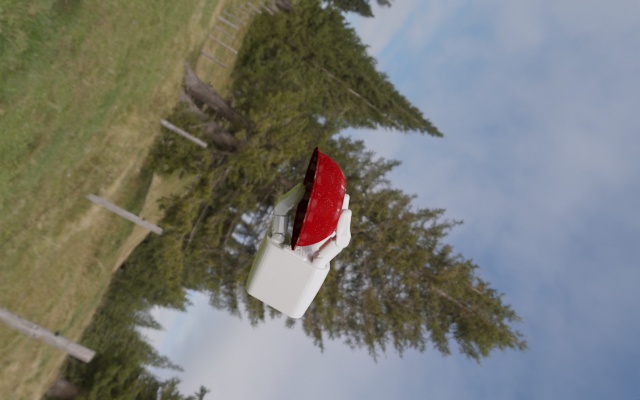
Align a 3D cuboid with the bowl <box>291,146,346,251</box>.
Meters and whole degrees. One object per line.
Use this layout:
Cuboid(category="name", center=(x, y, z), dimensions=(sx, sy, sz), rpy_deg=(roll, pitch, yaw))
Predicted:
Cuboid(category="bowl", center=(0.001, 0.001, 0.723), dimensions=(0.055, 0.162, 0.162), rpy_deg=(13, -2, -7))
